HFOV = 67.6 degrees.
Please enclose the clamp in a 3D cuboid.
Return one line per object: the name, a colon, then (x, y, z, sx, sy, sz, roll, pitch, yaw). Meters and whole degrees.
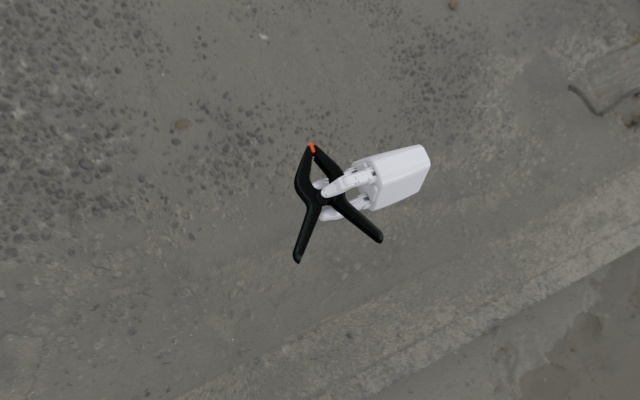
clamp: (0.000, 0.002, 0.831, 0.164, 0.210, 0.036, -19, -12, -20)
